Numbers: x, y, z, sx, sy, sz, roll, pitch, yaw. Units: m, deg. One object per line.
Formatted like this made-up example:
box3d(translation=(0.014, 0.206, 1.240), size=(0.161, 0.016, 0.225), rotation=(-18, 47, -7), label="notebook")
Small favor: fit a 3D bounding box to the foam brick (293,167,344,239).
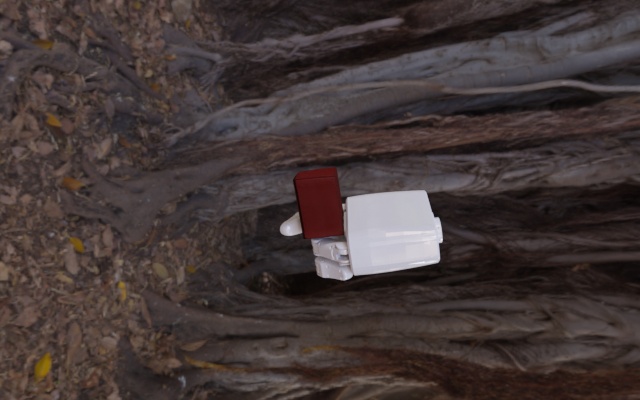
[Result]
box3d(translation=(0.000, 0.002, 0.596), size=(0.051, 0.078, 0.053), rotation=(-8, 16, 8), label="foam brick")
